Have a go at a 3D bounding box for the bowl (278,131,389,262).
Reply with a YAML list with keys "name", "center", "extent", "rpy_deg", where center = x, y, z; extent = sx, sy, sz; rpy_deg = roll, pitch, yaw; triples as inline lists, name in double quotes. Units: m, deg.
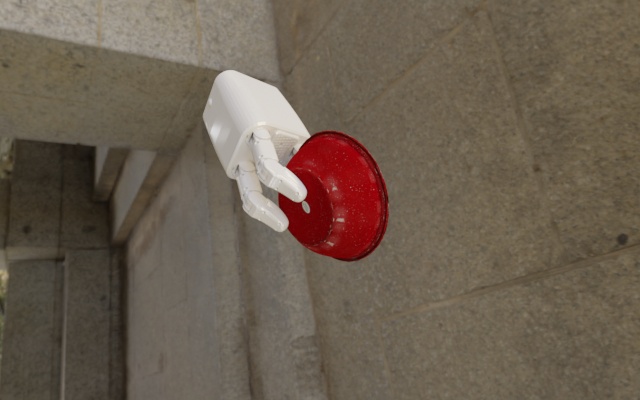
- name: "bowl"
  center: [0.001, 0.003, 0.559]
  extent: [0.055, 0.162, 0.162]
  rpy_deg: [-18, 12, -43]
